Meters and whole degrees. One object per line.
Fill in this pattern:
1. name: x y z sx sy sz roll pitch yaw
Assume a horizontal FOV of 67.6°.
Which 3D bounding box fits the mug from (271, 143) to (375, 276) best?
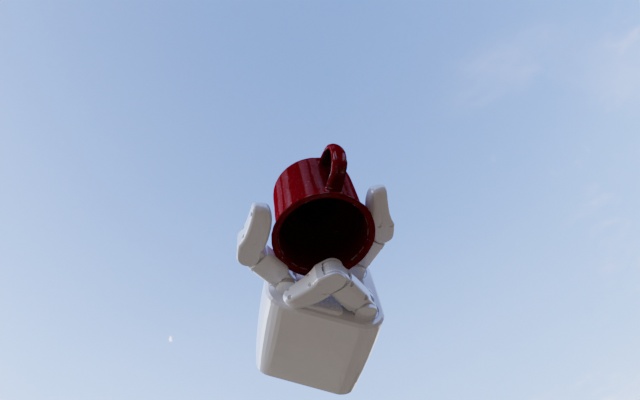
1. mug: 0.000 0.000 0.447 0.093 0.117 0.081 6 31 -13
